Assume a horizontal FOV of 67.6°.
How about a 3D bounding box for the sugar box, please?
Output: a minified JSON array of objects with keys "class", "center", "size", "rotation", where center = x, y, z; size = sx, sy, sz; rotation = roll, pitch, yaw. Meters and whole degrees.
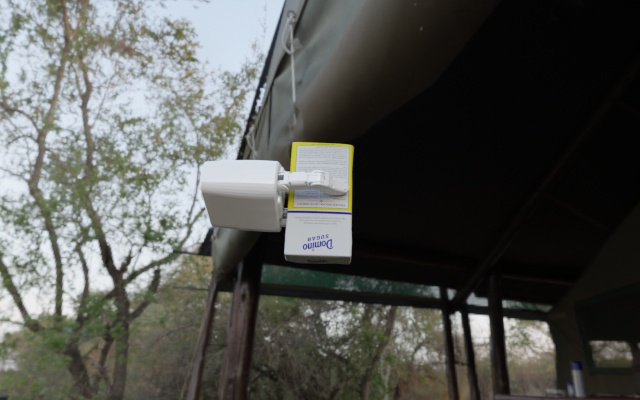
[{"class":"sugar box","center":[0.000,0.002,0.692],"size":[0.093,0.176,0.048],"rotation":[2,-21,2]}]
